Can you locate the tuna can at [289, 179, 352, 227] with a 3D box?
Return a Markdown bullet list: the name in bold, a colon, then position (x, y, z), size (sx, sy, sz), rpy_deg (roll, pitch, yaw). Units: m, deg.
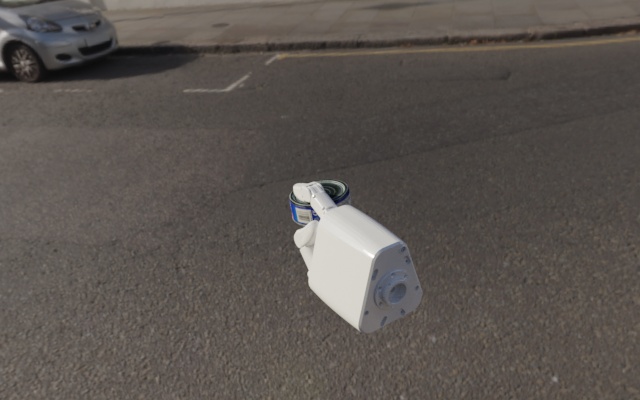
- **tuna can**: position (0.000, 0.002, 0.666), size (0.086, 0.034, 0.086), rpy_deg (-8, 26, 4)
